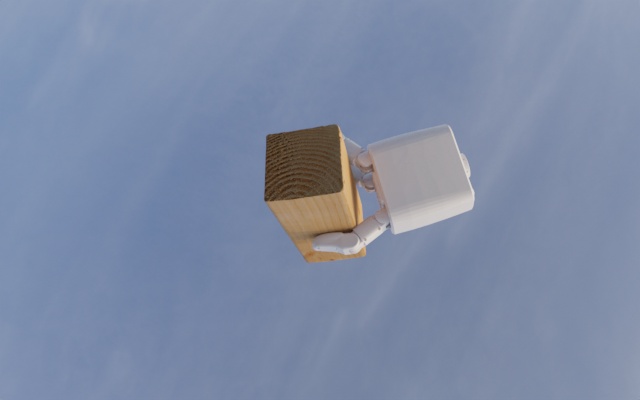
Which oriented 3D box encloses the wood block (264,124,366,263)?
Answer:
[{"bbox_3d":[0.001,0.002,0.619,0.090,0.090,0.206,-7,-28,9],"label":"wood block"}]
